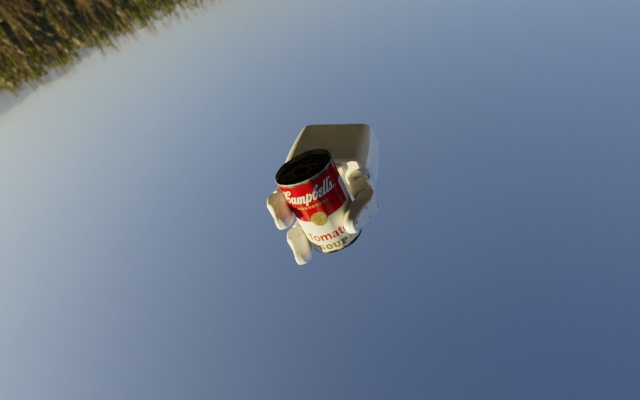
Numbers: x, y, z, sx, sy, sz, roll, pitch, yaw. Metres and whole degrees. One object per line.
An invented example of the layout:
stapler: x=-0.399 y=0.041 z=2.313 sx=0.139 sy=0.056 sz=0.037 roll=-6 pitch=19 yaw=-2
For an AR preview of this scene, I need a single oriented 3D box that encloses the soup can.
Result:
soup can: x=0.000 y=0.002 z=0.547 sx=0.068 sy=0.102 sz=0.068 roll=-20 pitch=31 yaw=12
